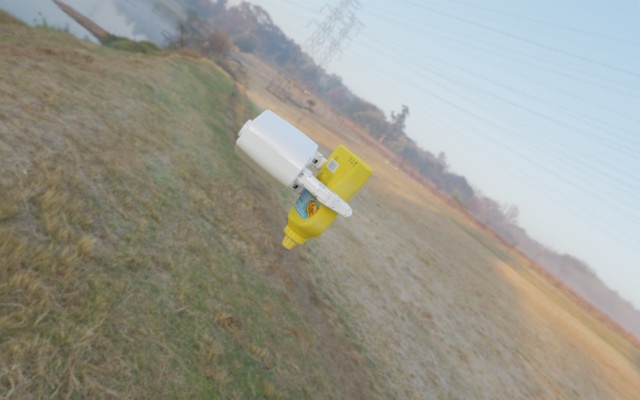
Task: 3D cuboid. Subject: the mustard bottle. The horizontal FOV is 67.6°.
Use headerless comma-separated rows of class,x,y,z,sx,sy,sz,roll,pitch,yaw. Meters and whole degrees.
mustard bottle,0.001,0.003,0.789,0.058,0.191,0.096,34,9,-31
